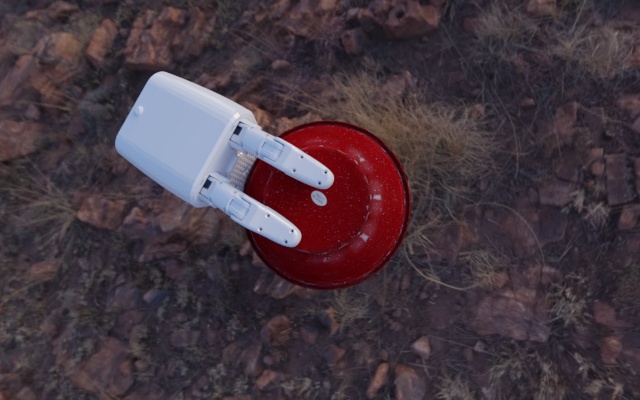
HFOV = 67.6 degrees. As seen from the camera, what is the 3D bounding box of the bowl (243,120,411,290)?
[{"bbox_3d":[0.001,0.002,0.426,0.162,0.162,0.055,0,-5,8],"label":"bowl"}]
